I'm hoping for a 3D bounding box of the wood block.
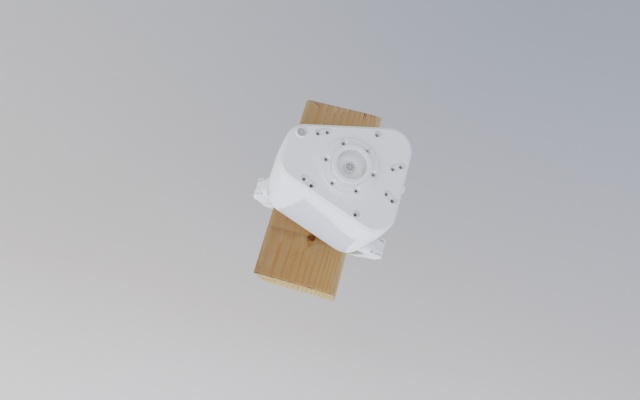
[{"bbox_3d":[0.000,0.002,0.558,0.091,0.206,0.090,15,-15,5],"label":"wood block"}]
